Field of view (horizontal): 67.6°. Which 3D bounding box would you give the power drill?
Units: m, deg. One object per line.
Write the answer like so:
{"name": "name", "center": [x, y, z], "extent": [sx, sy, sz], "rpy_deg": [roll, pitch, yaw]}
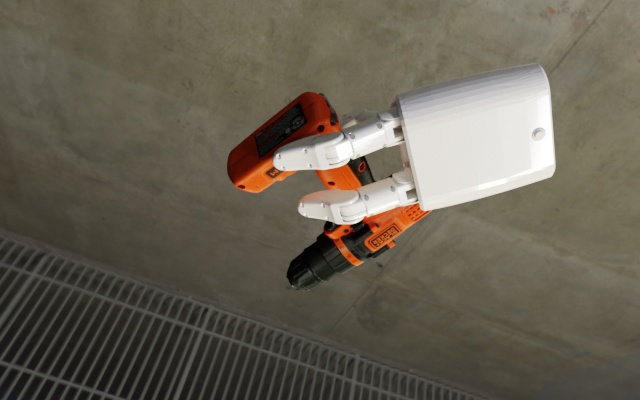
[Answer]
{"name": "power drill", "center": [0.000, 0.001, 0.462], "extent": [0.184, 0.057, 0.188], "rpy_deg": [-38, -48, 12]}
